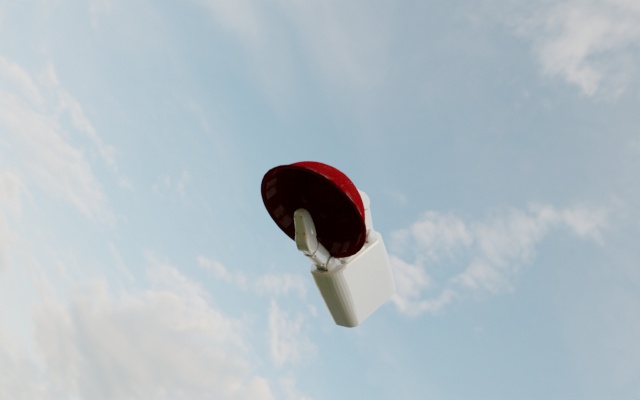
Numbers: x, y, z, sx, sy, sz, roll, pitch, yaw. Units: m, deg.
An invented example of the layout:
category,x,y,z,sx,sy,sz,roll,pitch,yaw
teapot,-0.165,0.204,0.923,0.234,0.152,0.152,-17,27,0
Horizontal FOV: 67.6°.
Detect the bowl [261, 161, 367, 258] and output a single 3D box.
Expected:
category,x,y,z,sx,sy,sz,roll,pitch,yaw
bowl,0.000,0.001,0.645,0.162,0.162,0.055,0,40,40
